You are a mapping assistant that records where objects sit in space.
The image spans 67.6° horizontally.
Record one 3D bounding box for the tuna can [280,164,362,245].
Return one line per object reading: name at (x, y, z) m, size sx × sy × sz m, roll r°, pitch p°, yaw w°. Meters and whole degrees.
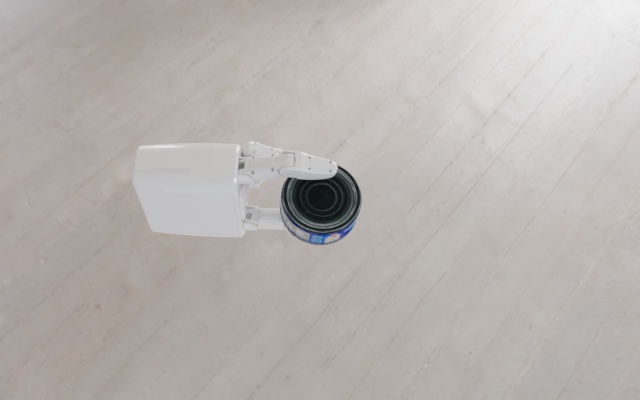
tuna can at (0.000, 0.001, 0.506) m, size 0.086 × 0.086 × 0.034 m, roll 0°, pitch -25°, yaw -6°
